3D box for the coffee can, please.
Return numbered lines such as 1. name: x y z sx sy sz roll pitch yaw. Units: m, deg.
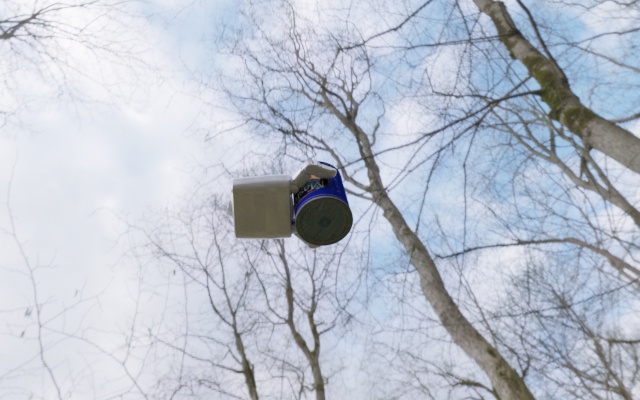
1. coffee can: 0.000 0.003 0.895 0.103 0.103 0.140 0 31 -7
